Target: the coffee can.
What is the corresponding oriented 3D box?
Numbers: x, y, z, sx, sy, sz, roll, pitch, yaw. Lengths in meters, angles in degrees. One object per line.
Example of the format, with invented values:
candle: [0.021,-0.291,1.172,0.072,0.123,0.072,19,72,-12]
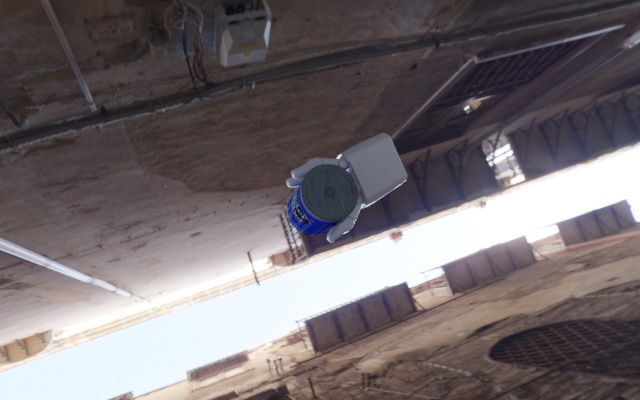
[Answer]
coffee can: [0.000,0.003,0.884,0.103,0.102,0.140,0,-14,-14]
